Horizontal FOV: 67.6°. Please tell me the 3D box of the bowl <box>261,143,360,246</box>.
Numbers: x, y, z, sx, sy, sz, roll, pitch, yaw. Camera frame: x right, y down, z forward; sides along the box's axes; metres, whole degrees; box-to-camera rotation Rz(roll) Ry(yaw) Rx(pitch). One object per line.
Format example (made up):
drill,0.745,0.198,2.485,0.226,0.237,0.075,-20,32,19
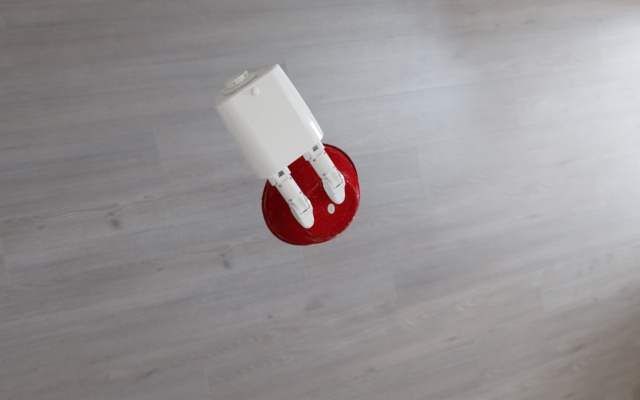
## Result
bowl,0.001,0.003,0.685,0.162,0.162,0.055,0,21,-31
